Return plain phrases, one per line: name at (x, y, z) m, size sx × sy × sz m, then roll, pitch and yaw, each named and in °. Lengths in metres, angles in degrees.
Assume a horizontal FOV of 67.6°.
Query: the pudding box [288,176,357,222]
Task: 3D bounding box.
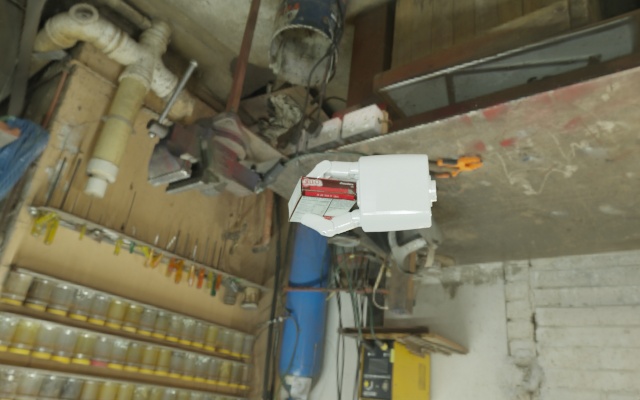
pudding box at (0.000, 0.003, 0.771) m, size 0.090 × 0.039 × 0.113 m, roll 6°, pitch -26°, yaw -13°
